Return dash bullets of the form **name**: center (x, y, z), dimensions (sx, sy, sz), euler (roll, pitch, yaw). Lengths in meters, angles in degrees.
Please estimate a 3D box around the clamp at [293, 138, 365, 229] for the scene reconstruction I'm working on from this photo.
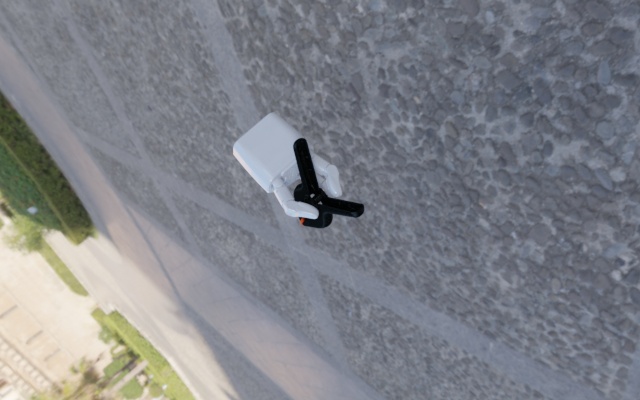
- **clamp**: center (-0.001, 0.003, 0.852), dimensions (0.036, 0.164, 0.210), euler (-35, -18, -25)
